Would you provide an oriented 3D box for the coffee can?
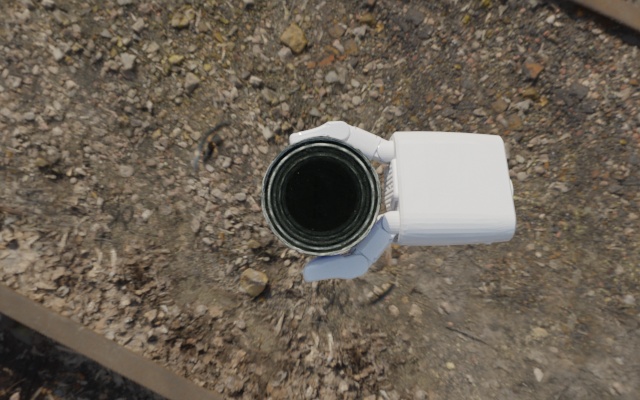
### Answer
[{"bbox_3d":[0.000,0.001,0.471,0.103,0.103,0.140,0,-4,0],"label":"coffee can"}]
